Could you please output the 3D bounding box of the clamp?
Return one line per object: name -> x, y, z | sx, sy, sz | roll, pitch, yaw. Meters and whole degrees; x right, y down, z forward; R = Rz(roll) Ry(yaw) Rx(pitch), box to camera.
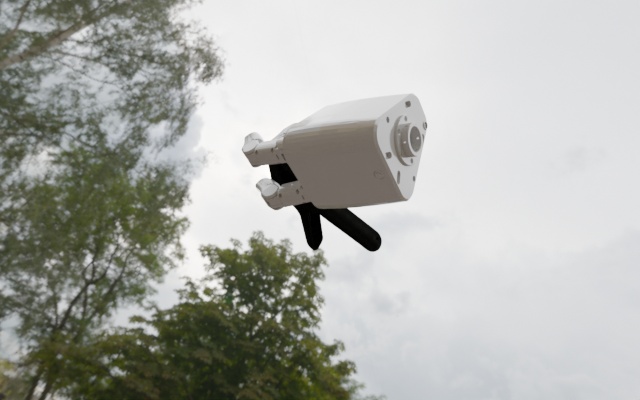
clamp -> 0.000, 0.001, 0.565 | 0.120, 0.171, 0.039 | -1, 43, 37
